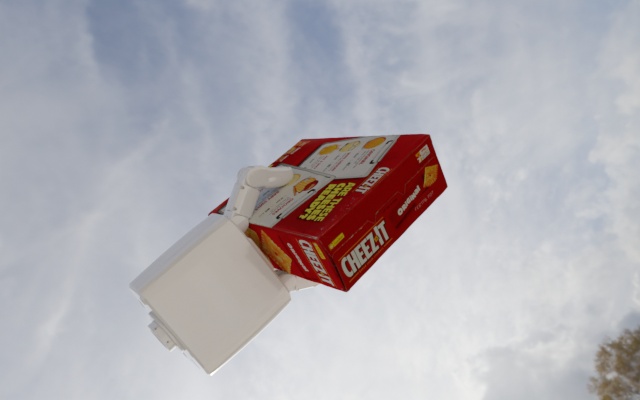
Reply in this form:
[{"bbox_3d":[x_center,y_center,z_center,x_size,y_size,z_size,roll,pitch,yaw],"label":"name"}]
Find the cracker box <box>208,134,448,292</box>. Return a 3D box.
[{"bbox_3d":[0.000,0.002,0.513,0.164,0.072,0.213,-42,28,-27],"label":"cracker box"}]
